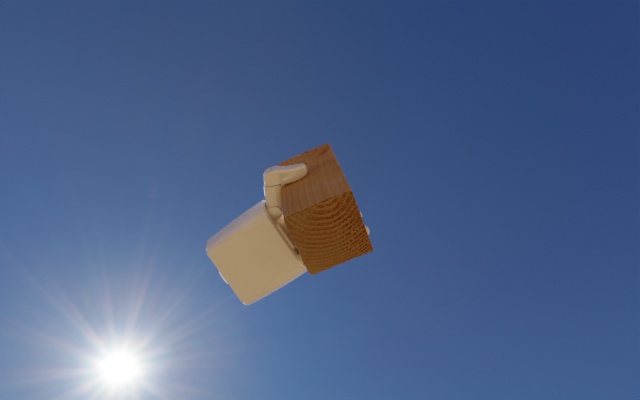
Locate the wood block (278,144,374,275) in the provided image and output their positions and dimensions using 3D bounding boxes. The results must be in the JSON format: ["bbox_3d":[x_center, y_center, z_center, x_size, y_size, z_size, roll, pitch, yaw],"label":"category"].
[{"bbox_3d":[0.000,0.002,0.673,0.090,0.091,0.206,-22,24,2],"label":"wood block"}]
